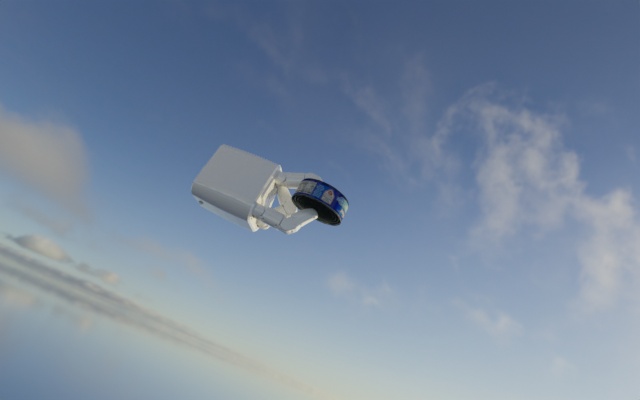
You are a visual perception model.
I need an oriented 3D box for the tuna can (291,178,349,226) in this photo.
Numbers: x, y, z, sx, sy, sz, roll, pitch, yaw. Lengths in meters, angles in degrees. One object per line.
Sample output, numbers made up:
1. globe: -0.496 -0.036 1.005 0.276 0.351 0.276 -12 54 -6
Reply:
1. tuna can: 0.000 0.002 0.739 0.086 0.033 0.086 25 -20 10
